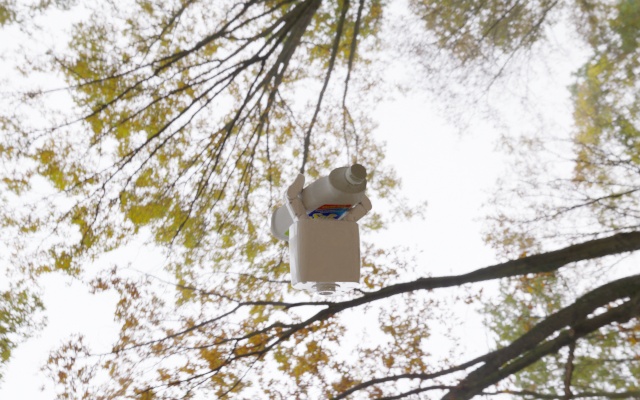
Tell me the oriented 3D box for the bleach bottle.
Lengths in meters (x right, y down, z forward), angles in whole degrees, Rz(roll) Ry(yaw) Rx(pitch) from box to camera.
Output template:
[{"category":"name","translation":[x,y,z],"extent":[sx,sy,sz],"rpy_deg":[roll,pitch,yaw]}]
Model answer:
[{"category":"bleach bottle","translation":[0.000,0.003,0.840],"extent":[0.102,0.068,0.251],"rpy_deg":[9,-27,-23]}]
